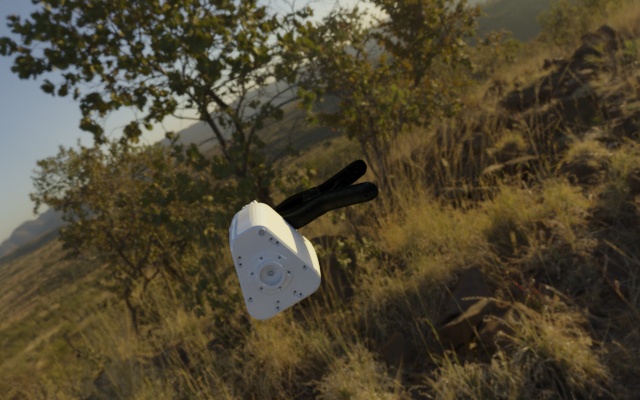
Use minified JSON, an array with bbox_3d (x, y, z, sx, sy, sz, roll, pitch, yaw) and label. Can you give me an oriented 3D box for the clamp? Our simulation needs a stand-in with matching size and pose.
[{"bbox_3d":[0.000,0.002,0.643,0.171,0.039,0.120,-31,14,-1],"label":"clamp"}]
